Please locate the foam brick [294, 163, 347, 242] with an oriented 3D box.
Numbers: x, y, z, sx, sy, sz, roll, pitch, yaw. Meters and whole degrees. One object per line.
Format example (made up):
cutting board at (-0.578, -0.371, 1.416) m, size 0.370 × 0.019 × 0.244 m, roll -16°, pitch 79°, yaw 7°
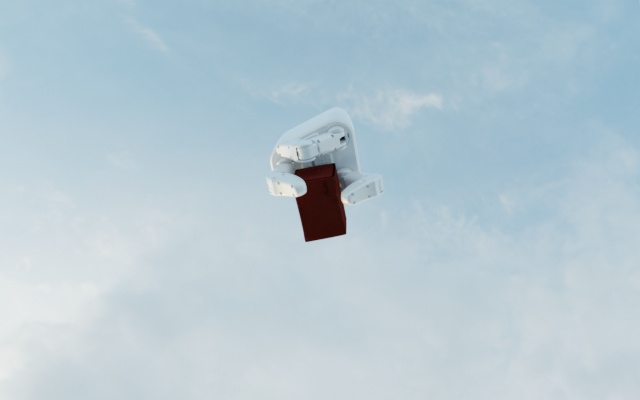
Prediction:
foam brick at (0.000, 0.002, 0.580) m, size 0.053 × 0.078 × 0.051 m, roll -9°, pitch 21°, yaw 6°
